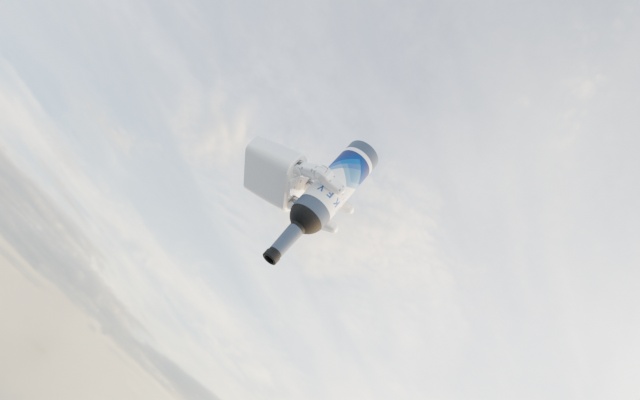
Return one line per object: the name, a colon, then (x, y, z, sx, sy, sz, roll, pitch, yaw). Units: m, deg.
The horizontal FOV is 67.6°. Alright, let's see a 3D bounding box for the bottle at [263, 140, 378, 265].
bottle: (0.000, 0.003, 0.849, 0.069, 0.069, 0.295, 0, 39, 47)
